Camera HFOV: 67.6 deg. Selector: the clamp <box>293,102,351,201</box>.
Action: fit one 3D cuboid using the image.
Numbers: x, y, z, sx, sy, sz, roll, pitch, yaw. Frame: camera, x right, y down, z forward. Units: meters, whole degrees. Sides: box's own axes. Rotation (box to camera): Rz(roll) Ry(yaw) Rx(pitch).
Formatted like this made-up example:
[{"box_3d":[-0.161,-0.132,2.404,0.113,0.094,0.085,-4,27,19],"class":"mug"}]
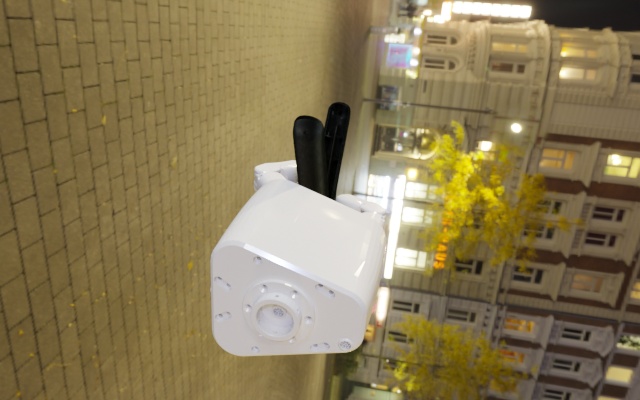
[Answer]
[{"box_3d":[0.001,0.002,0.484,0.036,0.210,0.164,9,24,11],"class":"clamp"}]
